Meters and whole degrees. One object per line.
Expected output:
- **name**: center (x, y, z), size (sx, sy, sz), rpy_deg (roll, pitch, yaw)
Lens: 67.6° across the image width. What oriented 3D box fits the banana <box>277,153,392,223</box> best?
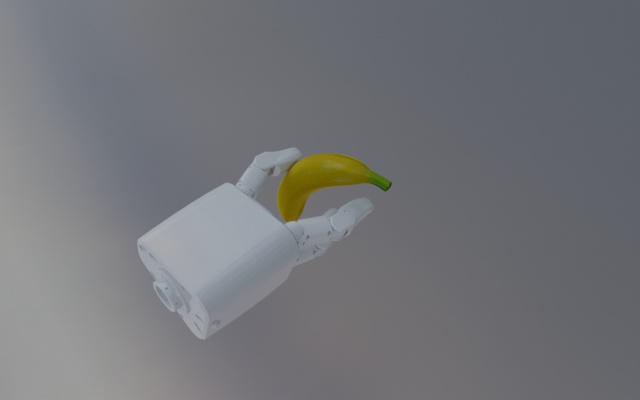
- **banana**: center (-0.009, -0.014, 0.535), size (0.037, 0.069, 0.198), rpy_deg (-43, 13, -32)
